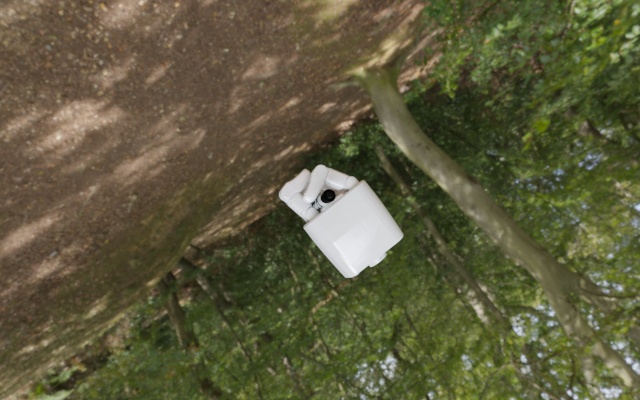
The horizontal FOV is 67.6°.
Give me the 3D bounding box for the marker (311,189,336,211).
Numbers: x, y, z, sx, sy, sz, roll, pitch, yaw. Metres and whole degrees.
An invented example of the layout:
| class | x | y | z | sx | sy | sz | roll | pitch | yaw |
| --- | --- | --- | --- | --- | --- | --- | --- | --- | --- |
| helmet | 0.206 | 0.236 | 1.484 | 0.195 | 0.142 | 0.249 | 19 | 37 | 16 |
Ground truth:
| class | x | y | z | sx | sy | sz | roll | pitch | yaw |
| --- | --- | --- | --- | --- | --- | --- | --- | --- | --- |
| marker | 0.000 | 0.002 | 0.707 | 0.020 | 0.020 | 0.121 | 0 | -10 | -13 |
